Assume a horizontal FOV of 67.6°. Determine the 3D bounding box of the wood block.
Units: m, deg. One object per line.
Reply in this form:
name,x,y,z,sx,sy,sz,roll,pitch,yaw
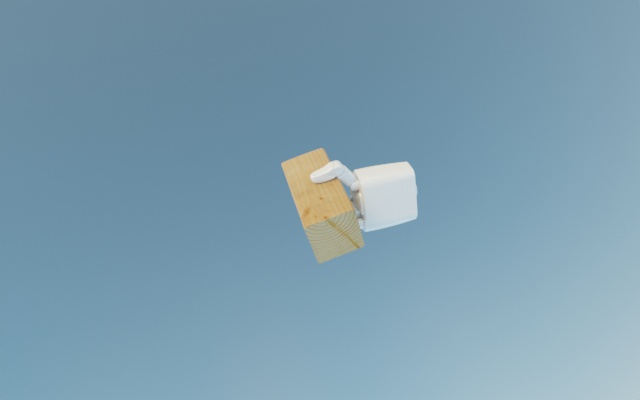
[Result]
wood block,0.000,0.003,0.878,0.090,0.091,0.206,-21,39,-2
